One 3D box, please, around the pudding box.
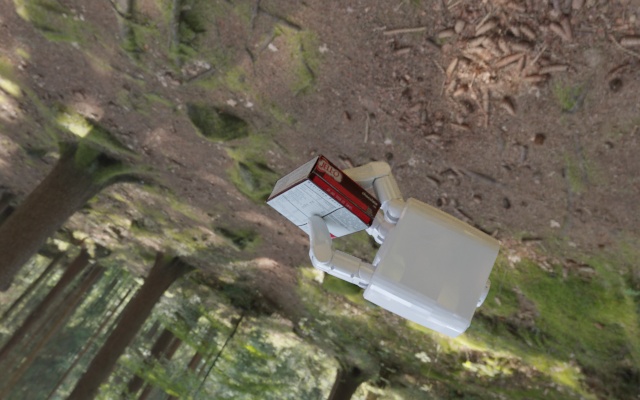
[{"bbox_3d":[0.000,0.002,0.539,0.090,0.039,0.113,39,-31,-17],"label":"pudding box"}]
